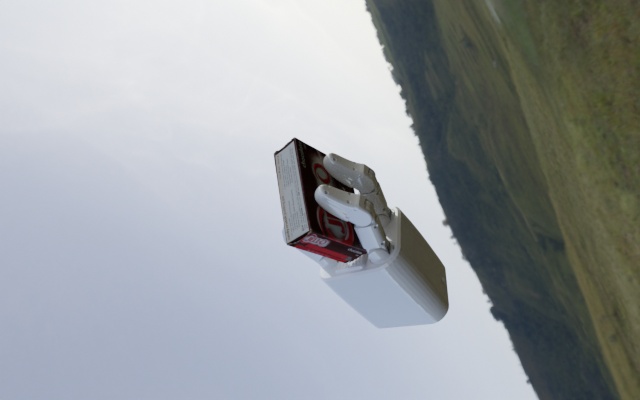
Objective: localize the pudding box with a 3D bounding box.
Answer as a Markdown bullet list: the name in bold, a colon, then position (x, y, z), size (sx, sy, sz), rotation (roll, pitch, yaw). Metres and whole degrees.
- **pudding box**: position (0.000, 0.002, 0.495), size (0.039, 0.113, 0.090), rotation (-33, -36, 29)
